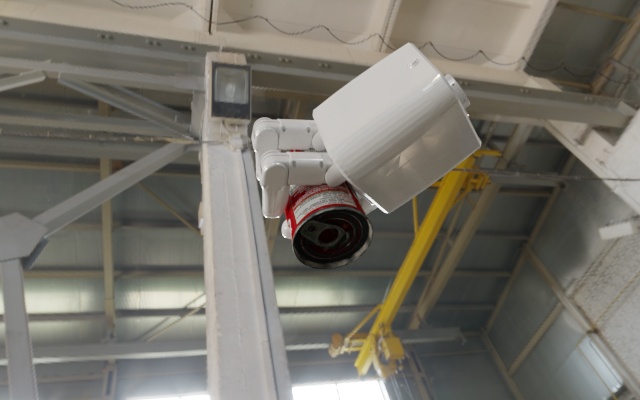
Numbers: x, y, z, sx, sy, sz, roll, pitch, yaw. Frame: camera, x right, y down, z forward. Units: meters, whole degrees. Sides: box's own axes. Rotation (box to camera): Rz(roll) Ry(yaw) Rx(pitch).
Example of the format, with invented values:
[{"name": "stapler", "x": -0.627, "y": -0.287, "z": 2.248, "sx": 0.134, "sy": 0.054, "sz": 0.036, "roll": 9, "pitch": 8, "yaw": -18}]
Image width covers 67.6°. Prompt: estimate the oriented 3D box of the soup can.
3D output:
[{"name": "soup can", "x": 0.000, "y": 0.002, "z": 0.427, "sx": 0.068, "sy": 0.068, "sz": 0.102, "roll": 0, "pitch": 38, "yaw": -15}]
